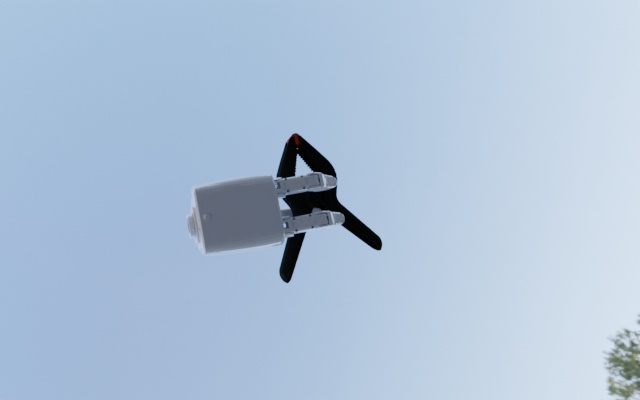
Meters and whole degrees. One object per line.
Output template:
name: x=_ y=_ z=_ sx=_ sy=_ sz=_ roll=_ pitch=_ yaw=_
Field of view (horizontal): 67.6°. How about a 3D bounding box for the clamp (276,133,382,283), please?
clamp: x=-0.001 y=0.002 z=0.702 sx=0.164 sy=0.210 sz=0.036 roll=-9 pitch=-9 yaw=-23
